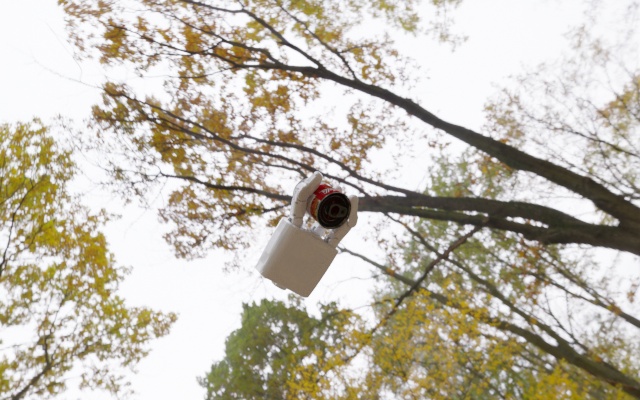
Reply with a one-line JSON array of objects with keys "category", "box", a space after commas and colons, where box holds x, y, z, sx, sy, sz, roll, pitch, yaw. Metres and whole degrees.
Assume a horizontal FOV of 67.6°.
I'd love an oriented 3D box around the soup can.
[{"category": "soup can", "box": [0.000, 0.002, 0.859, 0.068, 0.068, 0.102, 0, 18, -30]}]
